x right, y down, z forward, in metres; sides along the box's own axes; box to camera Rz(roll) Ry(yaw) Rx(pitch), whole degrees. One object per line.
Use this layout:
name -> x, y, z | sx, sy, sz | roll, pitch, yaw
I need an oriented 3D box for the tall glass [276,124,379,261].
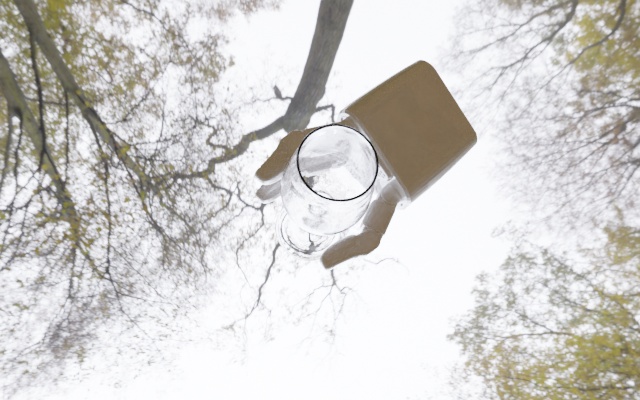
tall glass -> 0.000, 0.002, 0.443 | 0.079, 0.079, 0.201 | 0, -17, -8
